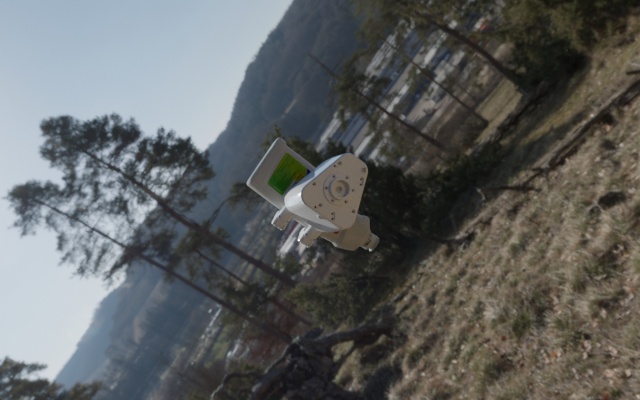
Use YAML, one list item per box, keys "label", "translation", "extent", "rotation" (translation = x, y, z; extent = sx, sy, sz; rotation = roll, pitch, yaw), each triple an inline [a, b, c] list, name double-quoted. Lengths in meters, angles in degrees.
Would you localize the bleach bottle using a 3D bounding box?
- label: "bleach bottle"
  translation: [0.000, 0.003, 0.839]
  extent: [0.251, 0.102, 0.068]
  rotation: [35, -12, -10]
